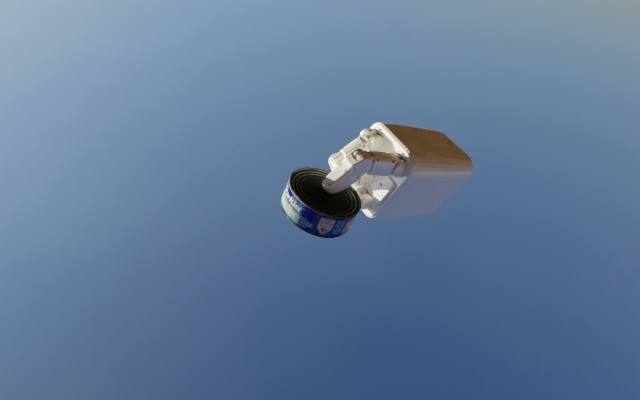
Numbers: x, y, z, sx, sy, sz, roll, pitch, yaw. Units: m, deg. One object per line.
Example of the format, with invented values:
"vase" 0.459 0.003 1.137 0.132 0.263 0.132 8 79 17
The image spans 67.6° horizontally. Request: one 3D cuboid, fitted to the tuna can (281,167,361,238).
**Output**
"tuna can" 0.000 0.002 0.534 0.086 0.034 0.086 18 34 -12
